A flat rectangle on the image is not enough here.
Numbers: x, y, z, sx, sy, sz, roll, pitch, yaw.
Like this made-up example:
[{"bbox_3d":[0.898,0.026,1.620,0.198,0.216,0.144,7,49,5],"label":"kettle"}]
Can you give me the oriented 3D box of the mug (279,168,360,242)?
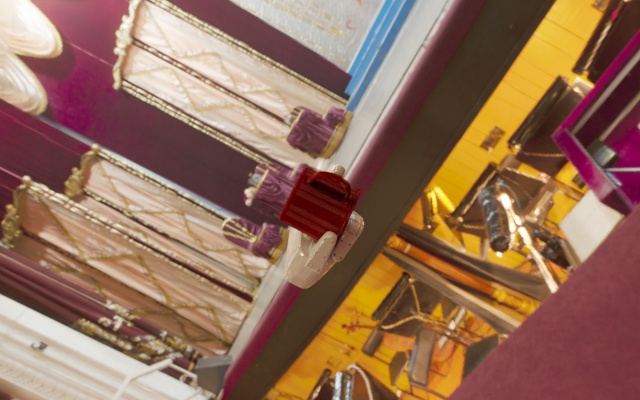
[{"bbox_3d":[0.000,0.001,0.634,0.081,0.093,0.117,27,-35,-2],"label":"mug"}]
